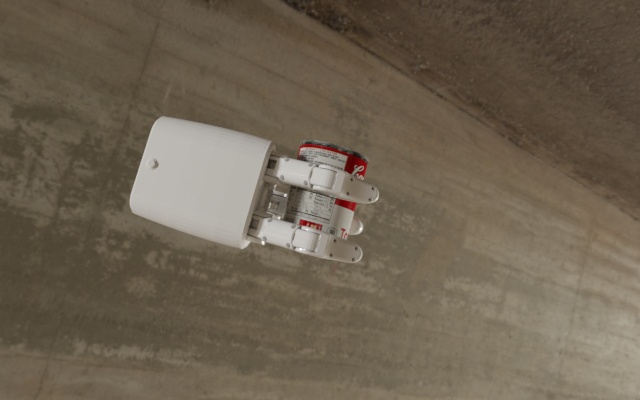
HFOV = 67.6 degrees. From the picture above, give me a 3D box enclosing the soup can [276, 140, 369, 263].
[{"bbox_3d":[0.000,0.002,0.456,0.068,0.102,0.068,16,-5,2],"label":"soup can"}]
